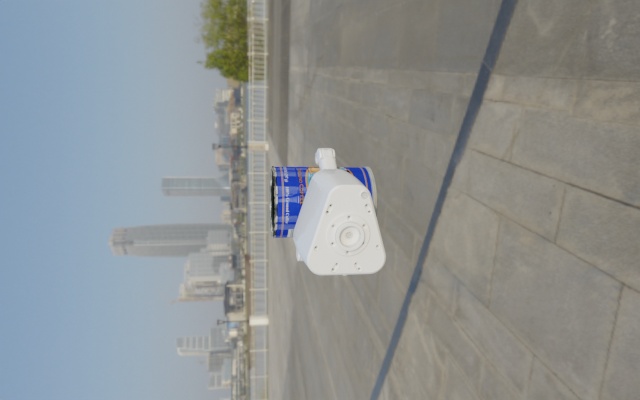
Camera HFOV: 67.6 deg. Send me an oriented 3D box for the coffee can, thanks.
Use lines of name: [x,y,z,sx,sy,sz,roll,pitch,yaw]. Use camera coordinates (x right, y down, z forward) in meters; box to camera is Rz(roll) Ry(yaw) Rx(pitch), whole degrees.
coffee can: [0.000,0.002,0.685,0.140,0.103,0.103,0,0,-10]
